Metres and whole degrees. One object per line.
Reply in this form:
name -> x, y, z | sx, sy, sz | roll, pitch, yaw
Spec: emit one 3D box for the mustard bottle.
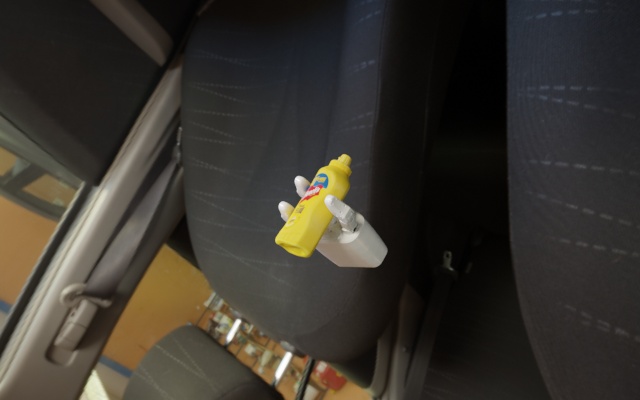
mustard bottle -> 0.000, 0.003, 0.814 | 0.058, 0.191, 0.096 | 37, -17, -18
